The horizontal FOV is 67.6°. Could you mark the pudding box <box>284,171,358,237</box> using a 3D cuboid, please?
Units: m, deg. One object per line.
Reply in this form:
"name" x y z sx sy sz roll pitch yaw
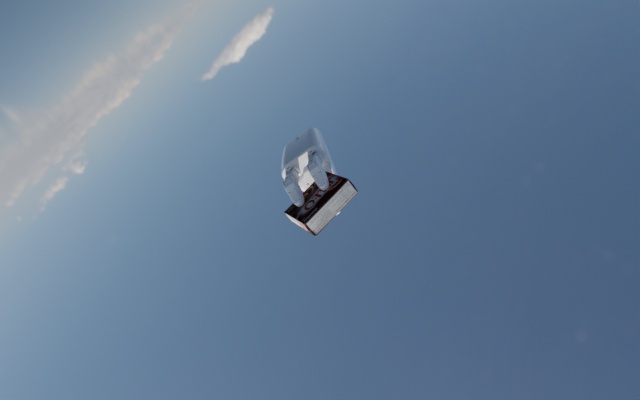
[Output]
"pudding box" 0.000 0.003 0.848 0.039 0.113 0.090 47 -11 -27
